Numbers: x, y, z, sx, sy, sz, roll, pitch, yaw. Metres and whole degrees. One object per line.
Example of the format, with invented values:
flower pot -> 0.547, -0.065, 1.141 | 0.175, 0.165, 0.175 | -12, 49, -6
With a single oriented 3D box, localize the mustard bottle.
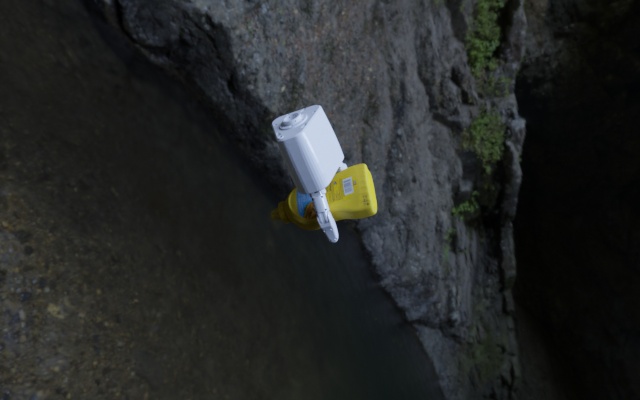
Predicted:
mustard bottle -> 0.001, 0.003, 0.850 | 0.191, 0.096, 0.058 | -16, -33, 15
